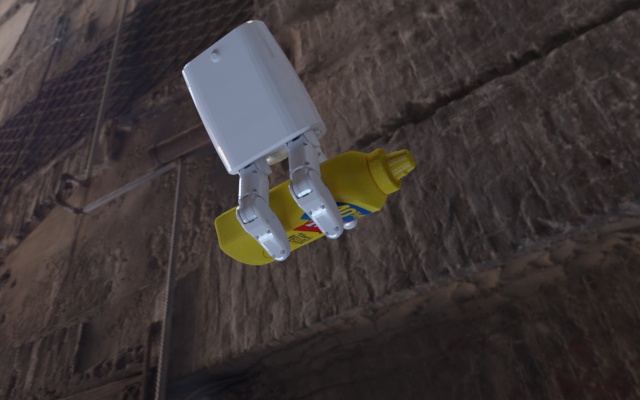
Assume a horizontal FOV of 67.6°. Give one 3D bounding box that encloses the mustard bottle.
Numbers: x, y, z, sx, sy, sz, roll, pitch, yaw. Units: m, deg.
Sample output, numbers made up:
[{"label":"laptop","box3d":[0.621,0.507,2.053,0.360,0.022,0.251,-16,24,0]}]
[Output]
[{"label":"mustard bottle","box3d":[0.000,0.002,0.454,0.192,0.058,0.096,-27,-24,23]}]
